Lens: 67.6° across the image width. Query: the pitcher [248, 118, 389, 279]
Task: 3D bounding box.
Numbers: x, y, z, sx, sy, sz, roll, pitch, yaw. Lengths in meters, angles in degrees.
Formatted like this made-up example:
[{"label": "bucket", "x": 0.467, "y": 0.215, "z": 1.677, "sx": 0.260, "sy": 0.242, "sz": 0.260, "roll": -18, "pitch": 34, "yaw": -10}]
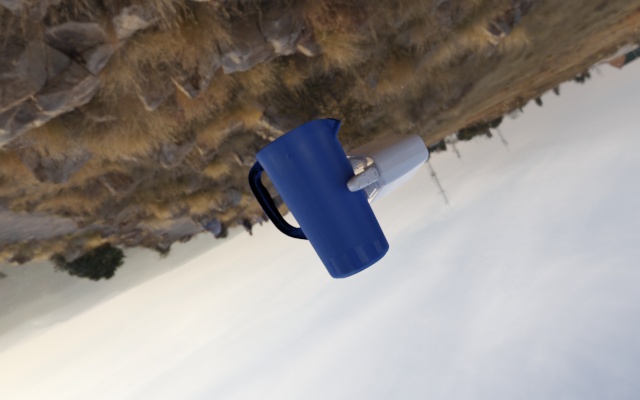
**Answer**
[{"label": "pitcher", "x": 0.000, "y": 0.002, "z": 0.769, "sx": 0.145, "sy": 0.243, "sz": 0.149, "roll": -29, "pitch": 1, "yaw": -25}]
